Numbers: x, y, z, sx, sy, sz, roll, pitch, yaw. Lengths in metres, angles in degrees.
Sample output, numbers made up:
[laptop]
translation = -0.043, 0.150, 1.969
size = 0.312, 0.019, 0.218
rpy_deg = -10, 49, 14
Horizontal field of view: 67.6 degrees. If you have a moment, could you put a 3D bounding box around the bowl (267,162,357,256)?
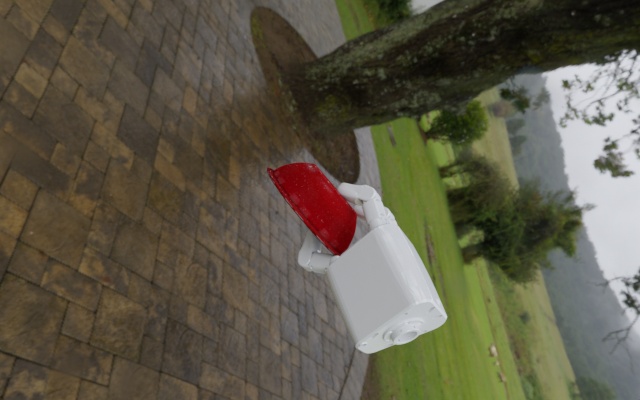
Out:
[bowl]
translation = 0.000, 0.001, 0.646
size = 0.055, 0.162, 0.162
rpy_deg = -40, -3, 3
